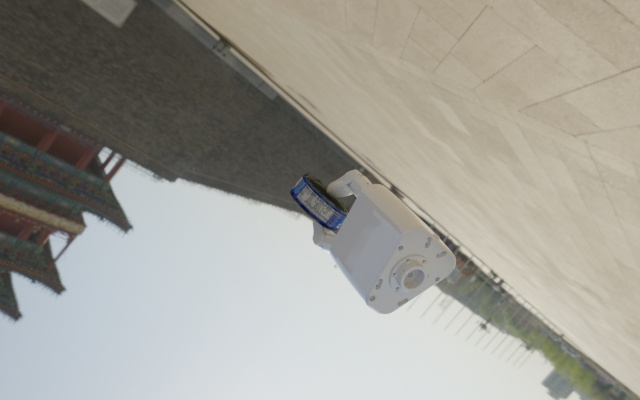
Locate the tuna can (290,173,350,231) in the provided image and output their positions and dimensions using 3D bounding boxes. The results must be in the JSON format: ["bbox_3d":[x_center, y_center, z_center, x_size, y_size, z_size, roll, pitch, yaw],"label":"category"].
[{"bbox_3d":[0.000,0.003,0.657,0.086,0.034,0.086,40,10,-9],"label":"tuna can"}]
